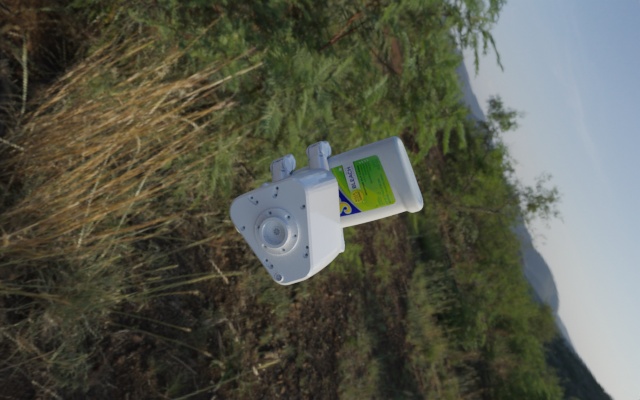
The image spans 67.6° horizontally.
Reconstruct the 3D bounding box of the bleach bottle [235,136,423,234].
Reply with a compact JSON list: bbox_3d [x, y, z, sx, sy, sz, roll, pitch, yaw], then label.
[{"bbox_3d":[0.000,0.002,0.637,0.251,0.102,0.068,-20,0,18],"label":"bleach bottle"}]
